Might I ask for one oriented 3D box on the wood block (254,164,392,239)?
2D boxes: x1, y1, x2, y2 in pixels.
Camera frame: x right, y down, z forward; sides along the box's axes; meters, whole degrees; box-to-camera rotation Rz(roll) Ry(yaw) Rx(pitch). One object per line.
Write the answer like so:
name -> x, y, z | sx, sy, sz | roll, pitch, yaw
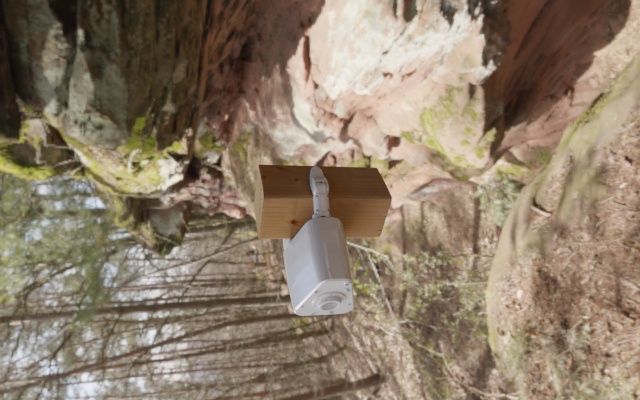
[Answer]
wood block -> 0.000, 0.003, 0.792 | 0.206, 0.091, 0.090 | 1, 38, -15
